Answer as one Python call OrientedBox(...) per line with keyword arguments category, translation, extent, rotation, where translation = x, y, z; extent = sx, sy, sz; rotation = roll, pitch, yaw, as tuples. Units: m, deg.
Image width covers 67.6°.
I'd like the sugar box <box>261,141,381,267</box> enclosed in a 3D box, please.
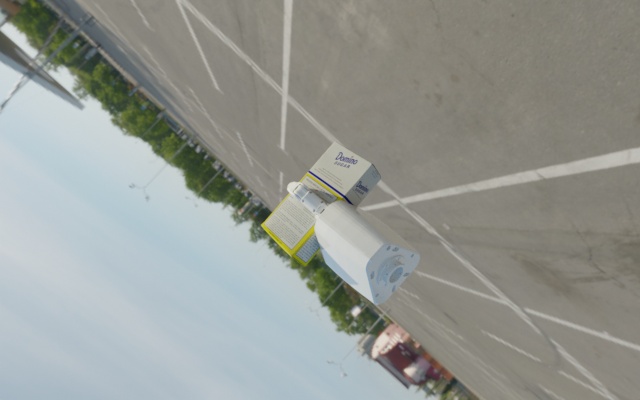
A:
OrientedBox(category="sugar box", translation=(0.000, 0.003, 0.715), extent=(0.093, 0.176, 0.048), rotation=(39, -7, 42))
